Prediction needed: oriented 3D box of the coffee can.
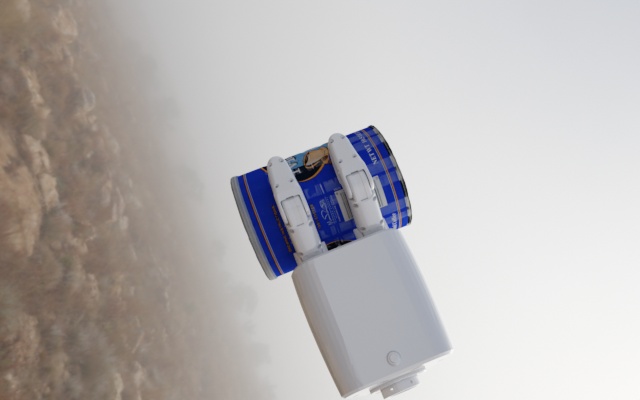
[{"bbox_3d":[0.000,0.001,0.449,0.140,0.103,0.103,-21,1,-4],"label":"coffee can"}]
